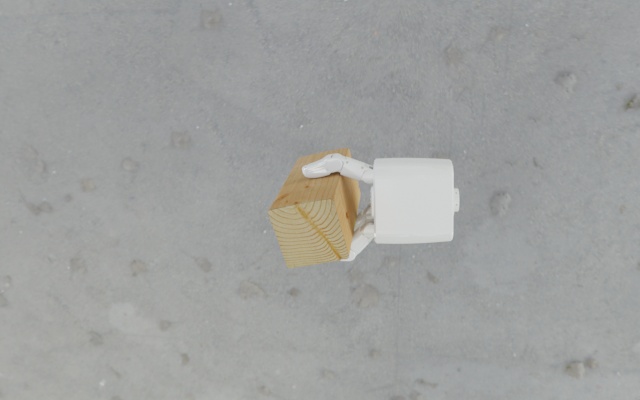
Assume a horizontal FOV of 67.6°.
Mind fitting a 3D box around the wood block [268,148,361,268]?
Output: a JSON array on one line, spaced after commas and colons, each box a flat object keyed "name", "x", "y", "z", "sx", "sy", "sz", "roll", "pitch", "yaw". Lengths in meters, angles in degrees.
[{"name": "wood block", "x": 0.000, "y": 0.002, "z": 0.708, "sx": 0.090, "sy": 0.091, "sz": 0.206, "roll": -11, "pitch": 22, "yaw": 14}]
